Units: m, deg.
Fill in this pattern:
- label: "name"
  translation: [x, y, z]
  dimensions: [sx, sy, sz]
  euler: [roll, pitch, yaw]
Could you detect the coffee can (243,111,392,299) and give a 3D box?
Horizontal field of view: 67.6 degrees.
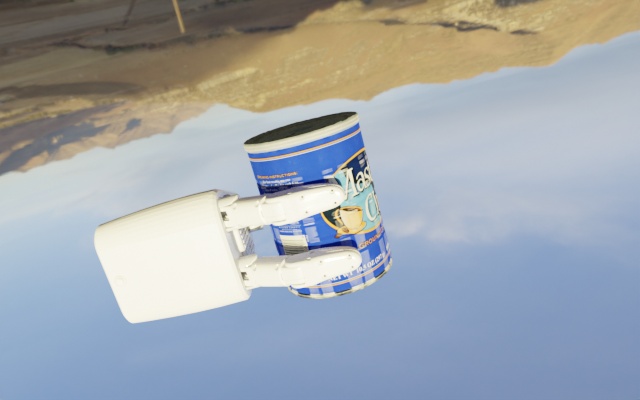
- label: "coffee can"
  translation: [0.000, 0.001, 0.432]
  dimensions: [0.103, 0.140, 0.102]
  euler: [-14, 16, 4]
